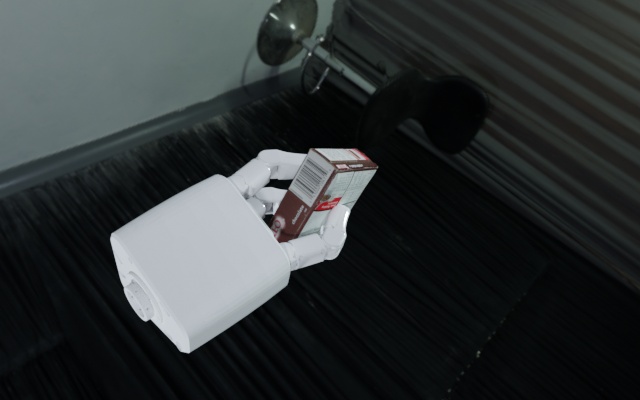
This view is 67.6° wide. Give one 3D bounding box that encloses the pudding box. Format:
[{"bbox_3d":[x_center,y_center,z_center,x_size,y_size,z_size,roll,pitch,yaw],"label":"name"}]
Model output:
[{"bbox_3d":[0.000,0.002,0.490,0.039,0.113,0.090,42,25,21],"label":"pudding box"}]
